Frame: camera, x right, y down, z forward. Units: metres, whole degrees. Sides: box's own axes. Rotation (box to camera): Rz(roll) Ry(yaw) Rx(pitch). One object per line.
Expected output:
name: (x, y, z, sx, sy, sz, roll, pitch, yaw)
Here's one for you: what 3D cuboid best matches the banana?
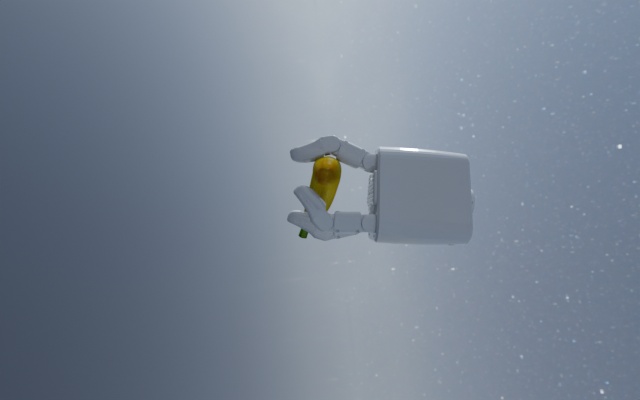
banana: (0.003, -0.013, 0.601, 0.037, 0.069, 0.198, 12, -26, -1)
